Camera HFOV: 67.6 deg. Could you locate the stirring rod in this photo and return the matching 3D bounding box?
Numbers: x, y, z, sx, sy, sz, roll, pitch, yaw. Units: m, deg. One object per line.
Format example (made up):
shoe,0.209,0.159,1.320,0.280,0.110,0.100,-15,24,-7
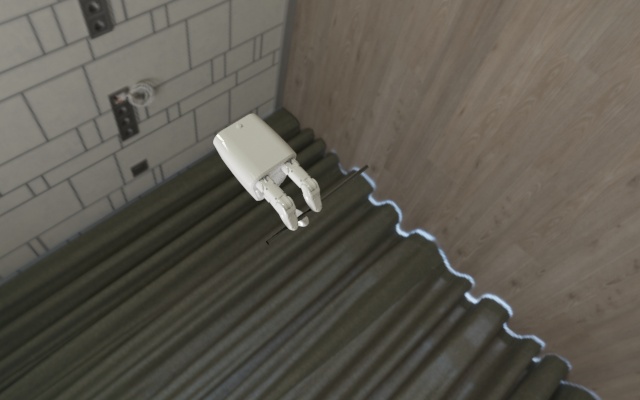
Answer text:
stirring rod,0.000,0.003,0.821,0.239,0.011,0.011,-37,19,-27
